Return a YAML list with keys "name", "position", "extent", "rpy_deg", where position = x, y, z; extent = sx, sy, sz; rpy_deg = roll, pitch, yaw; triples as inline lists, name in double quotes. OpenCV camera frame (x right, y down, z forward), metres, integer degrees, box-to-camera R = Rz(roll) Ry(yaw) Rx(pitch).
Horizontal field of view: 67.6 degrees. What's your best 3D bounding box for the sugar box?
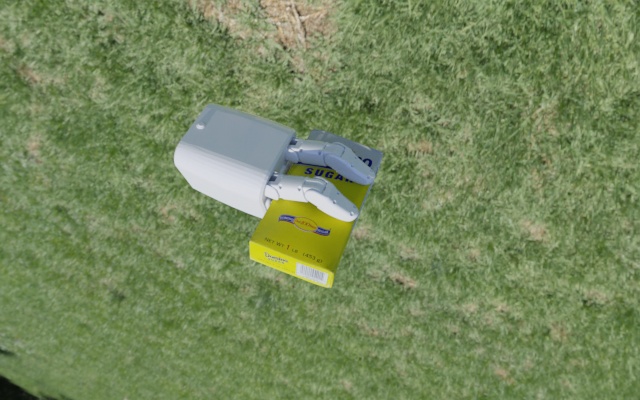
- name: "sugar box"
  position: [0.000, 0.001, 0.533]
  extent: [0.093, 0.176, 0.048]
  rpy_deg: [20, -33, 7]
